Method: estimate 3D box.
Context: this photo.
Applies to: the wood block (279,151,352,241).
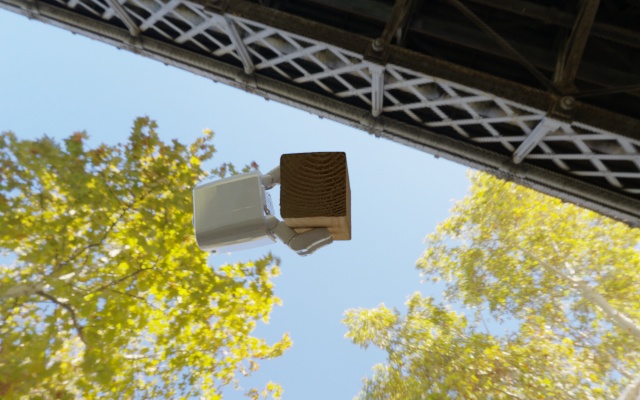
[{"bbox_3d":[0.000,0.002,0.721,0.090,0.090,0.206,-2,-13,5],"label":"wood block"}]
